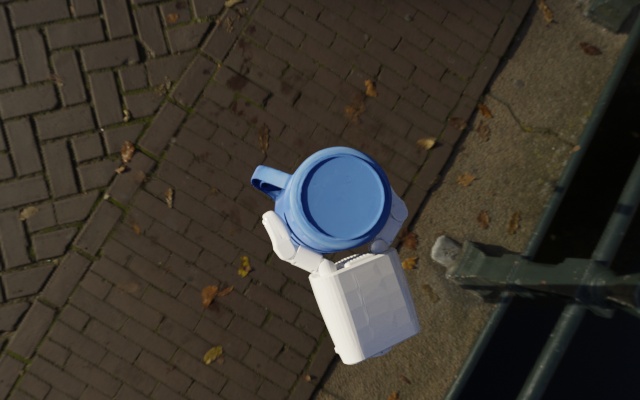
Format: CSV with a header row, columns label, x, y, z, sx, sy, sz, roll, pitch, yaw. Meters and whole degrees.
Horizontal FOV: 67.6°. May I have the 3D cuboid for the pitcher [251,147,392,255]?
label,x,y,z,sx,sy,sz,roll,pitch,yaw
pitcher,0.000,0.002,0.602,0.149,0.145,0.243,-19,-3,-7
